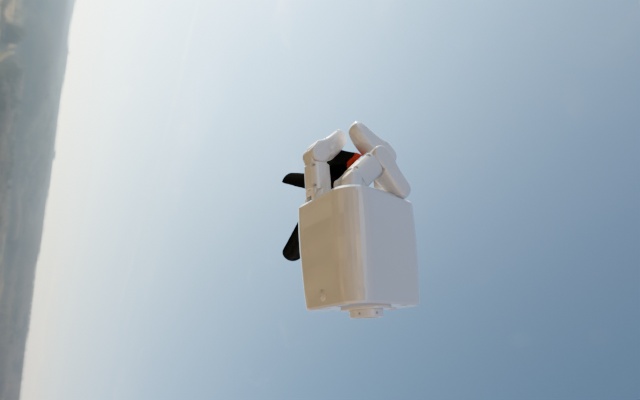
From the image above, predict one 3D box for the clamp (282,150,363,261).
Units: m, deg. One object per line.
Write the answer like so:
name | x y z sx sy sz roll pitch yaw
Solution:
clamp | 0.001 0.002 0.558 0.039 0.120 0.171 8 -20 -31
